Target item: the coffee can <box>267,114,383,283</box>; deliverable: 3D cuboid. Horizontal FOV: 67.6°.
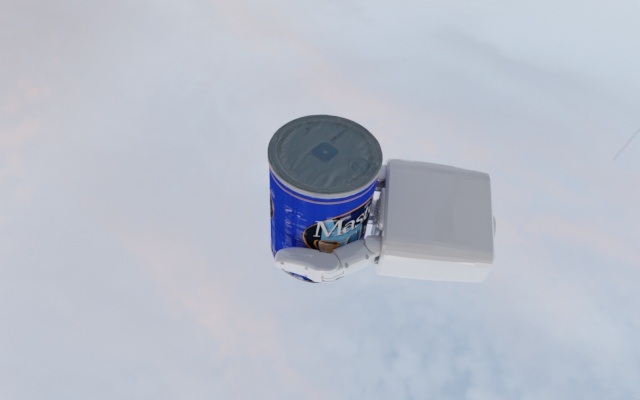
[{"bbox_3d":[0.000,0.001,0.475,0.103,0.102,0.140,0,-41,-5],"label":"coffee can"}]
